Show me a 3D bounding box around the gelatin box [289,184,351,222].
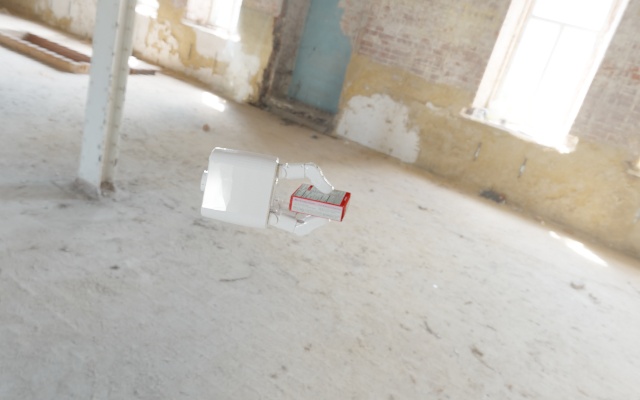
[{"bbox_3d":[0.001,0.002,0.779,0.089,0.030,0.073,11,20,8],"label":"gelatin box"}]
